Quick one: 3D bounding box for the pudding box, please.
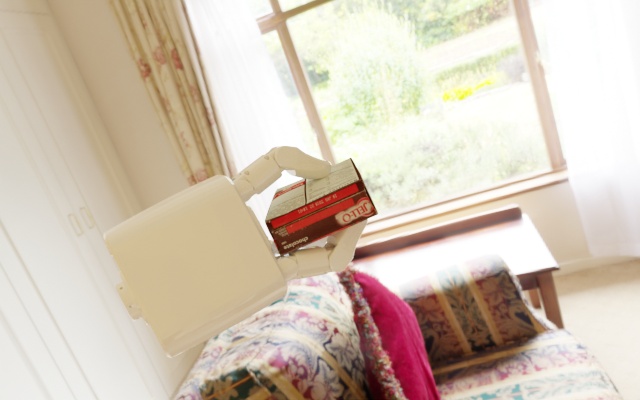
[{"bbox_3d":[0.000,0.001,0.441,0.090,0.039,0.113,-23,15,5],"label":"pudding box"}]
